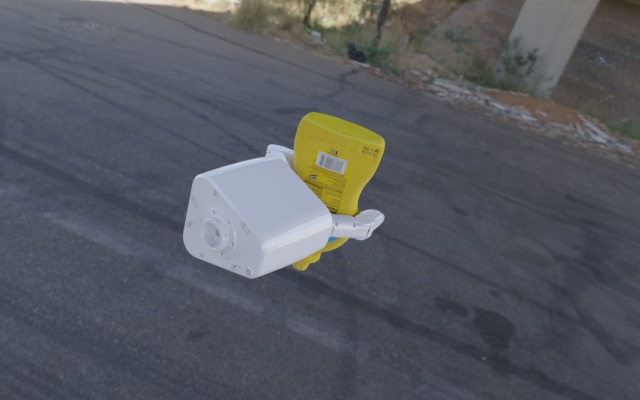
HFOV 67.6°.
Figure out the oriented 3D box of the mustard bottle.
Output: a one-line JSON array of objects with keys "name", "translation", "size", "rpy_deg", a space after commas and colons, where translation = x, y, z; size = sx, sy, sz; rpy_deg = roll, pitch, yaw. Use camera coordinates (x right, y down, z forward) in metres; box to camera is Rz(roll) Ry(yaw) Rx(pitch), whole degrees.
[{"name": "mustard bottle", "translation": [0.000, 0.001, 0.558], "size": [0.096, 0.192, 0.058], "rpy_deg": [20, 26, 4]}]
